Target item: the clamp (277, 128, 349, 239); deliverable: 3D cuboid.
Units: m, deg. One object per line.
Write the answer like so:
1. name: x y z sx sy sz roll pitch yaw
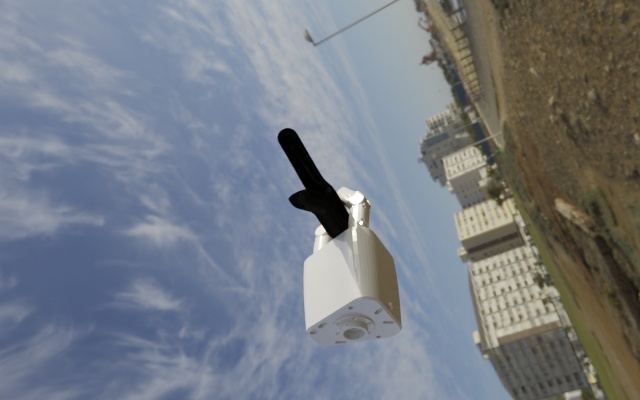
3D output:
1. clamp: 0.000 0.002 0.588 0.039 0.120 0.171 -24 -51 20
